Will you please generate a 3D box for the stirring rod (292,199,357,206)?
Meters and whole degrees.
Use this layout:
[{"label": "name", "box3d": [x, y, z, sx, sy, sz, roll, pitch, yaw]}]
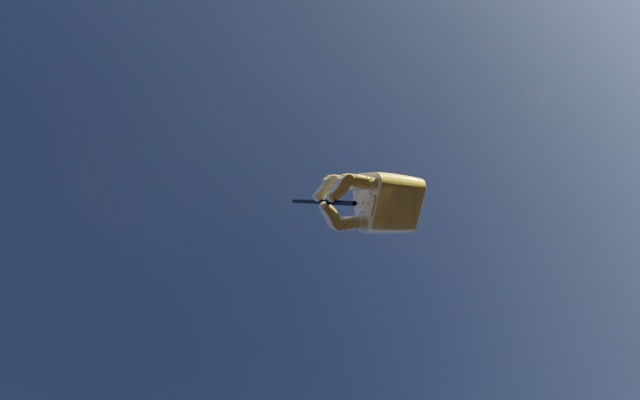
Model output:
[{"label": "stirring rod", "box3d": [0.000, 0.003, 0.859, 0.011, 0.011, 0.239, 0, 1, -27]}]
